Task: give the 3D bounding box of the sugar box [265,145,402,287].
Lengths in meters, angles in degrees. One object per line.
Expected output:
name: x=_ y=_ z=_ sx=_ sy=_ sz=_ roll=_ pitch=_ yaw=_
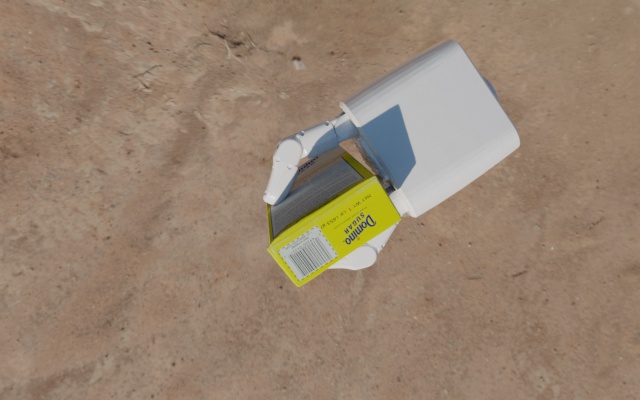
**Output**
sugar box: x=0.000 y=0.002 z=0.418 sx=0.093 sy=0.048 sz=0.176 roll=-33 pitch=14 yaw=3
